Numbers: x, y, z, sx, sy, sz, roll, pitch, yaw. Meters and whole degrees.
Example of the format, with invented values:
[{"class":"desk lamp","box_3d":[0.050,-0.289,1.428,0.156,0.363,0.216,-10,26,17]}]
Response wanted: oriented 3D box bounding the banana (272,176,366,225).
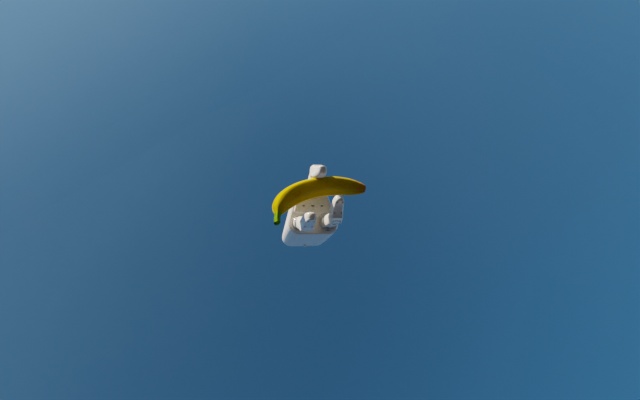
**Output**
[{"class":"banana","box_3d":[-0.012,-0.011,0.878,0.198,0.069,0.037,-21,-24,-24]}]
